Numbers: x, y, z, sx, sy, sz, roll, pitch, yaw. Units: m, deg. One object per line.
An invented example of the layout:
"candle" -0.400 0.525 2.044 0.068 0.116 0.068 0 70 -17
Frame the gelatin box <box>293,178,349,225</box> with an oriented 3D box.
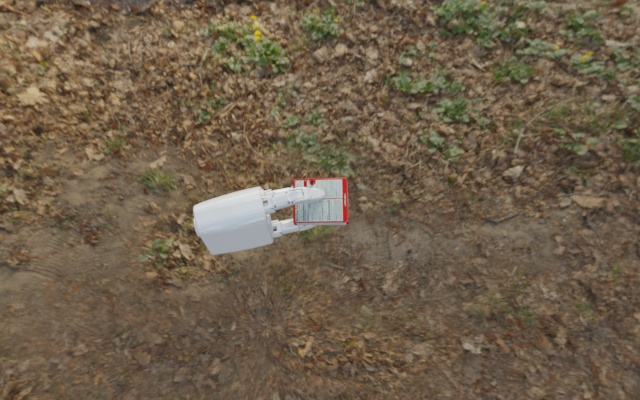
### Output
"gelatin box" 0.000 0.002 0.773 0.089 0.073 0.030 -2 -12 3
